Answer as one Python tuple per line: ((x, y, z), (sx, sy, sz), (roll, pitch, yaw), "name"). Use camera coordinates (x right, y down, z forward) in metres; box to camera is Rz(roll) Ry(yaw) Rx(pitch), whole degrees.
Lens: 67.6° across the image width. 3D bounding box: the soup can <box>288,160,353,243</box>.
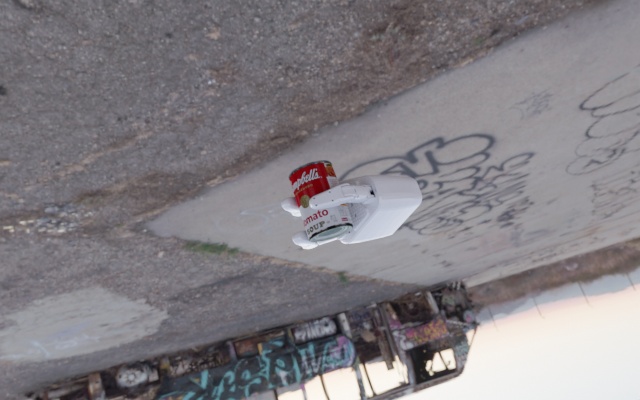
((0.000, 0.002, 0.691), (0.068, 0.102, 0.068), (-17, -16, -5), "soup can")
